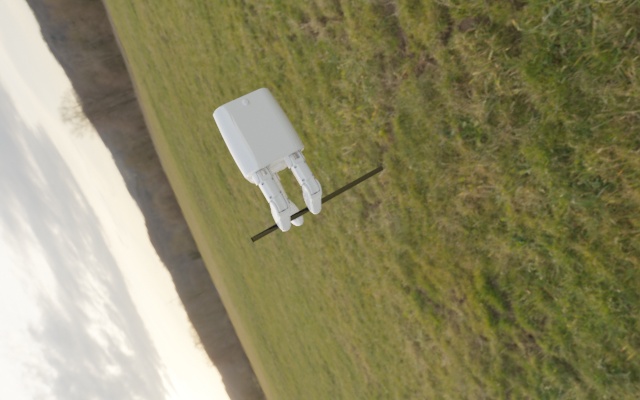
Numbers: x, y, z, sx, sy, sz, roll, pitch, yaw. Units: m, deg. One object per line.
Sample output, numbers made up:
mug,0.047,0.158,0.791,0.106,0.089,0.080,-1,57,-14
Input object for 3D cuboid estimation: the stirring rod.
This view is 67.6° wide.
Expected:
stirring rod,0.000,0.002,0.733,0.239,0.011,0.011,-29,10,-20
